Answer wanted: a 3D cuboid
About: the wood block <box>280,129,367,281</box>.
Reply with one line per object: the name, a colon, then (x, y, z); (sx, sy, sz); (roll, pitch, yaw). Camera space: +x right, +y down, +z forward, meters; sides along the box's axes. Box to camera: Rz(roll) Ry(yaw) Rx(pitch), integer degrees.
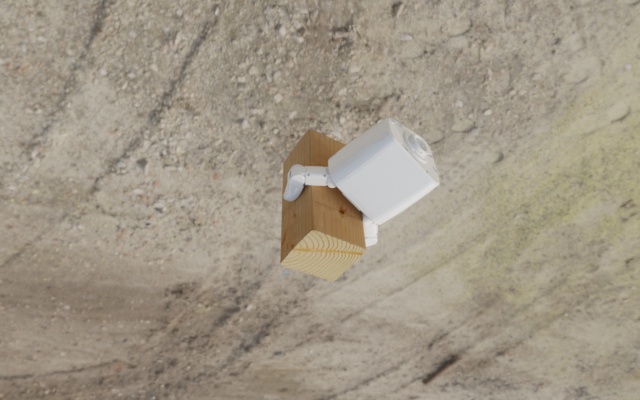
wood block: (0.000, 0.002, 0.719); (0.091, 0.206, 0.090); (22, -48, -24)
